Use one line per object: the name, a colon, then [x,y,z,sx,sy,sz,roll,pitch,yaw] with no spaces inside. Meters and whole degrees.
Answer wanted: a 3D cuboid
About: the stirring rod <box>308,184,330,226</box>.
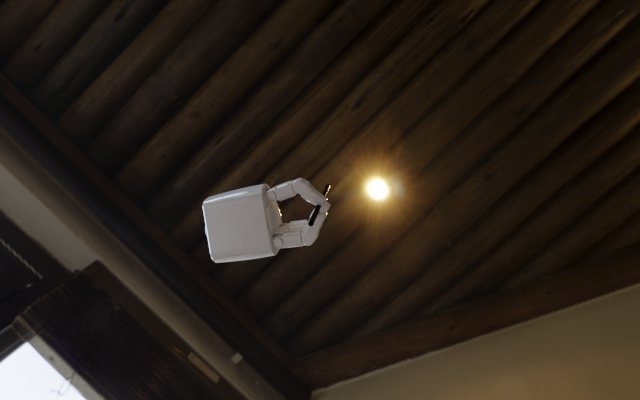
stirring rod: [0.000,0.003,0.790,0.011,0.011,0.239,0,15,7]
